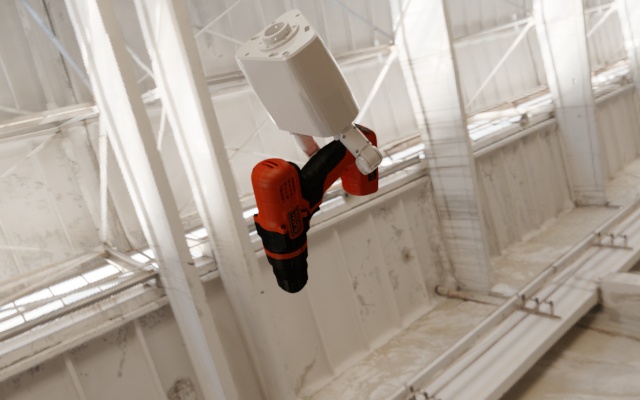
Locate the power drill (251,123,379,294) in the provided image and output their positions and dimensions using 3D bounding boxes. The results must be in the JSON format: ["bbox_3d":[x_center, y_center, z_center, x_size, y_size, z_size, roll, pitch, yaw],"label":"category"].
[{"bbox_3d":[0.000,0.001,0.585,0.057,0.185,0.187,21,45,31],"label":"power drill"}]
